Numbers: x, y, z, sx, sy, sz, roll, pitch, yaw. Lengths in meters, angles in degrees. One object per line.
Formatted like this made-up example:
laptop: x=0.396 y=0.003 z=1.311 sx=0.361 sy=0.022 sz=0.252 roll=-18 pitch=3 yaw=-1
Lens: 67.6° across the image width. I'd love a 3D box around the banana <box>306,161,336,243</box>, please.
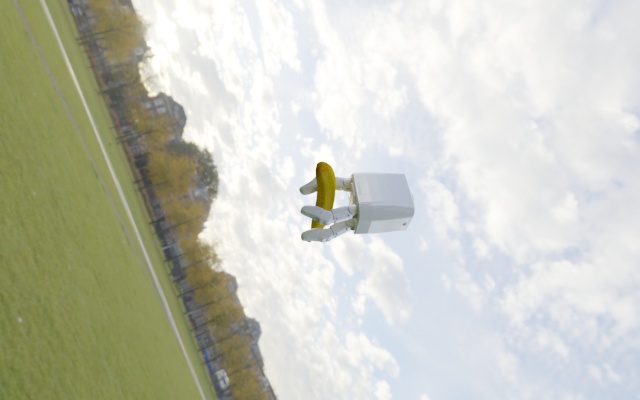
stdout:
banana: x=0.006 y=-0.006 z=0.890 sx=0.037 sy=0.198 sz=0.069 roll=16 pitch=43 yaw=10
